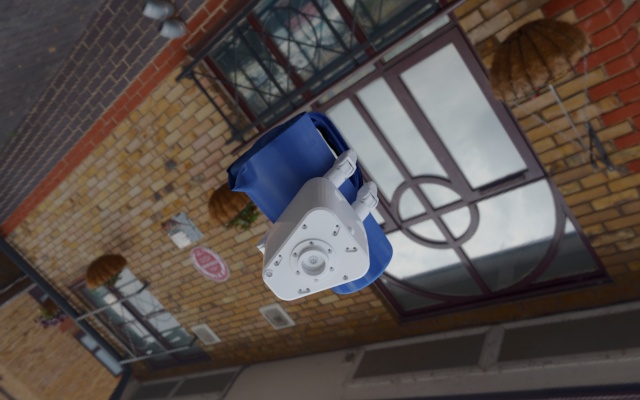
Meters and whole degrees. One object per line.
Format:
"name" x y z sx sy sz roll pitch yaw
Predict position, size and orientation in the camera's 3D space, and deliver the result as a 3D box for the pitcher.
"pitcher" 0.000 0.002 0.668 0.149 0.243 0.145 -35 15 10
